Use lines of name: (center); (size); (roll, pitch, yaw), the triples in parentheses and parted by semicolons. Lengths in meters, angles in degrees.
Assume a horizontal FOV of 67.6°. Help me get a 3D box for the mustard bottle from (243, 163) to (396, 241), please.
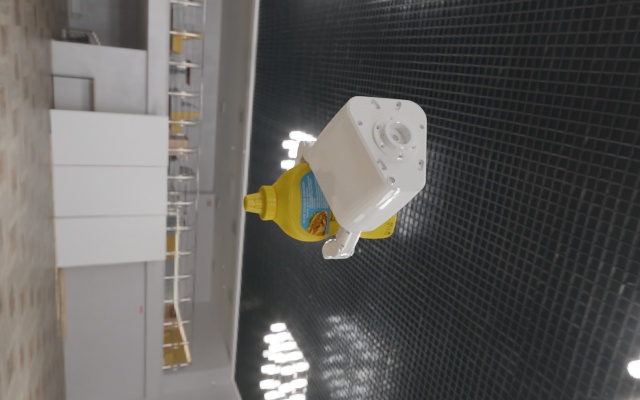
mustard bottle: (0.000, 0.002, 0.594); (0.191, 0.096, 0.058); (-1, 2, -23)
